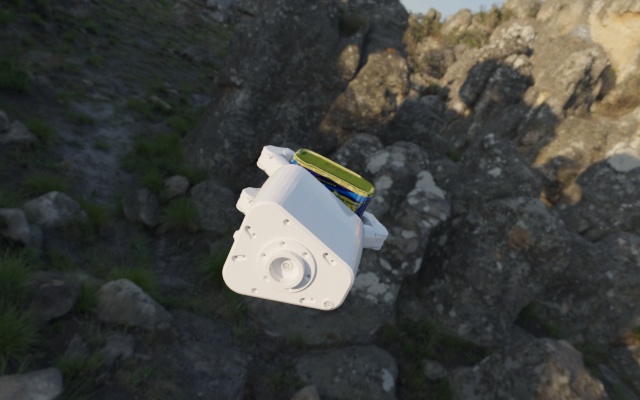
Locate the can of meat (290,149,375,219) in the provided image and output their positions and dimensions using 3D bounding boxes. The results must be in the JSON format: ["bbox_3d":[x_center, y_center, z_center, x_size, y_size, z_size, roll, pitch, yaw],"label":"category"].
[{"bbox_3d":[0.000,0.002,0.535,0.102,0.084,0.057,27,21,1],"label":"can of meat"}]
